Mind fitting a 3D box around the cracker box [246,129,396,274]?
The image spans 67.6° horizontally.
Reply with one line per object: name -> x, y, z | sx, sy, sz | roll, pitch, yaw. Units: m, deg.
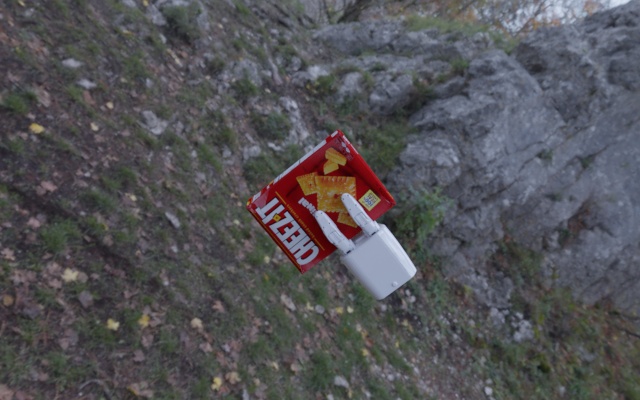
cracker box -> 0.000, 0.003, 0.857 | 0.214, 0.164, 0.072 | -38, 10, 7
